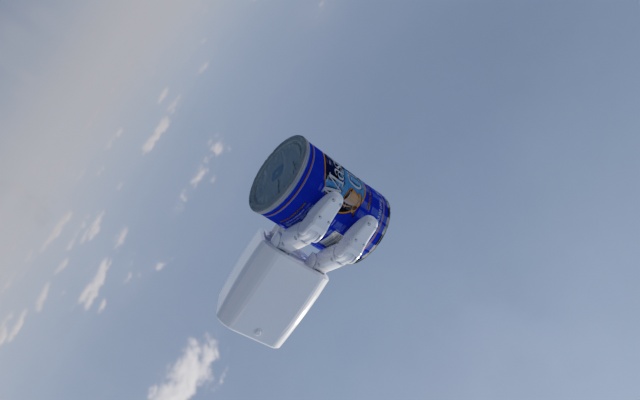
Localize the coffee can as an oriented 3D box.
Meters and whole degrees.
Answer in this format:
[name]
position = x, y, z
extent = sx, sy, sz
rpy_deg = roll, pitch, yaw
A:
[coffee can]
position = 0.000, 0.002, 0.577
extent = 0.140, 0.102, 0.103
rpy_deg = 34, -18, -28
